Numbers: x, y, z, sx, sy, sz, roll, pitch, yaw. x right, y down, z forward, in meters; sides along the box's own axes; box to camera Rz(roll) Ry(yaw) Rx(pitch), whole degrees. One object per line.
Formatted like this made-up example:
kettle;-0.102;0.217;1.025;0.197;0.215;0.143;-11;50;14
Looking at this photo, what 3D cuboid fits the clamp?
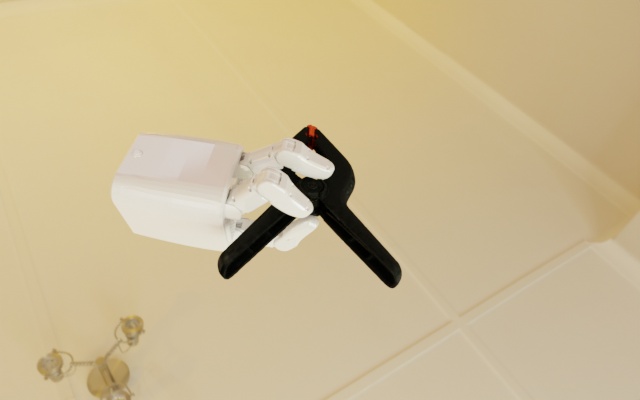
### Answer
clamp;0.000;0.002;0.486;0.164;0.209;0.036;10;-43;-2
